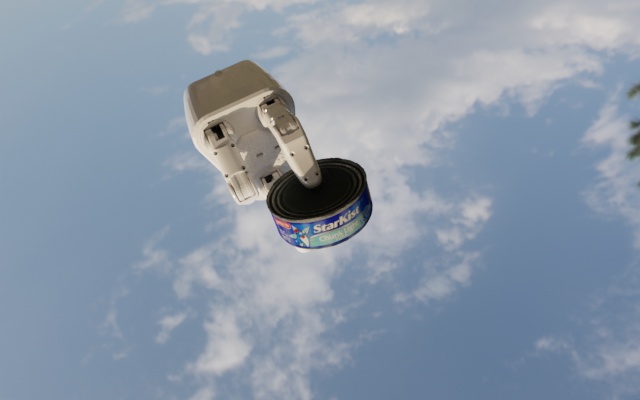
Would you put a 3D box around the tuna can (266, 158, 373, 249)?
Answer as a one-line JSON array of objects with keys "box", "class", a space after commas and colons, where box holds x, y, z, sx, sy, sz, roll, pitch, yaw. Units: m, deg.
[{"box": [0.000, 0.002, 0.402, 0.086, 0.034, 0.086, -12, 35, 9], "class": "tuna can"}]
